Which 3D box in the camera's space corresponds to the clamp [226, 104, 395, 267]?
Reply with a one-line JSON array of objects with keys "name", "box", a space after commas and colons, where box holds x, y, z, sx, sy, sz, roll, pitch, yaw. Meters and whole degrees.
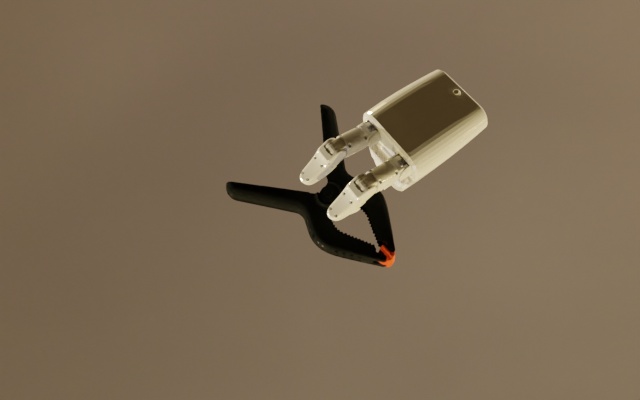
[{"name": "clamp", "box": [0.001, 0.002, 0.549, 0.164, 0.210, 0.036, -35, -22, -6]}]
